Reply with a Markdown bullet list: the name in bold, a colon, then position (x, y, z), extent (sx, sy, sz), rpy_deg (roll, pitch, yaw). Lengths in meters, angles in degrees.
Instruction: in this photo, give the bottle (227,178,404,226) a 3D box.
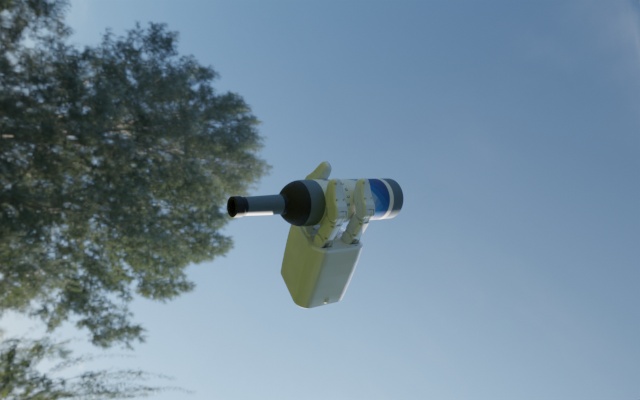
- **bottle**: position (0.000, 0.002, 0.701), extent (0.296, 0.069, 0.069), rpy_deg (-3, 2, -40)
